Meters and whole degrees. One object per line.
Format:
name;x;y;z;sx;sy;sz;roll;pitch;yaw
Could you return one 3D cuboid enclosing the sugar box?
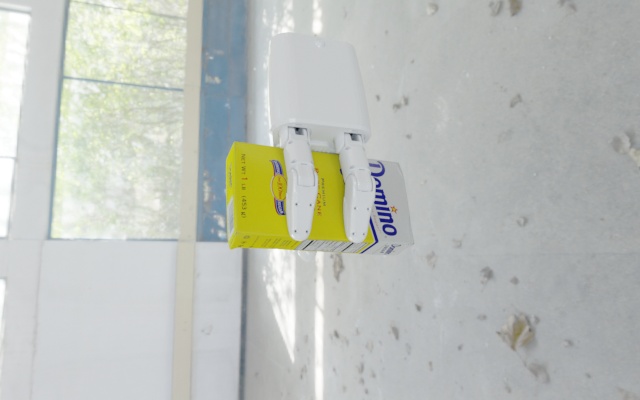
sugar box;0.000;0.001;0.459;0.176;0.093;0.048;3;-24;-20
